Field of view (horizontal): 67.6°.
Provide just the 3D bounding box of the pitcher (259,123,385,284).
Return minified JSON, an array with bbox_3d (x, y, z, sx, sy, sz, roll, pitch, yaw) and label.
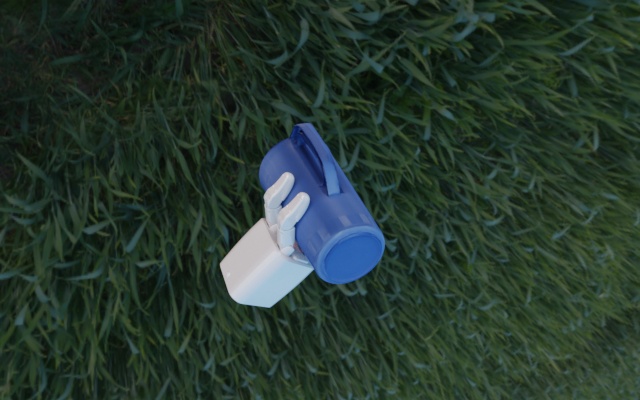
[{"bbox_3d":[0.000,0.003,0.740,0.149,0.145,0.242,37,14,-42],"label":"pitcher"}]
